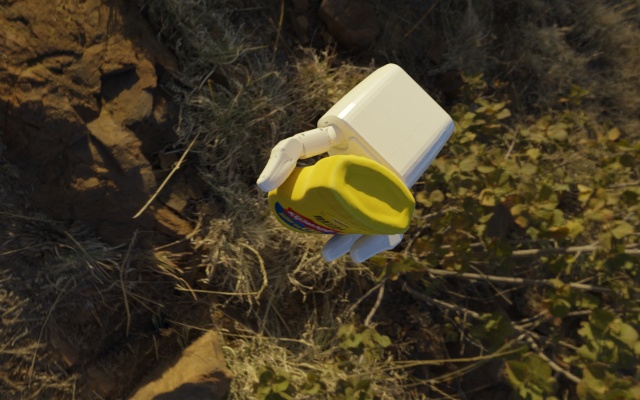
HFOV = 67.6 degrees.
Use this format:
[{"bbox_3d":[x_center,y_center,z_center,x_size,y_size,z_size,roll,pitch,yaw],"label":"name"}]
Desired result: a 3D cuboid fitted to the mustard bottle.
[{"bbox_3d":[0.000,0.002,0.489,0.096,0.058,0.191,28,-17,-26],"label":"mustard bottle"}]
